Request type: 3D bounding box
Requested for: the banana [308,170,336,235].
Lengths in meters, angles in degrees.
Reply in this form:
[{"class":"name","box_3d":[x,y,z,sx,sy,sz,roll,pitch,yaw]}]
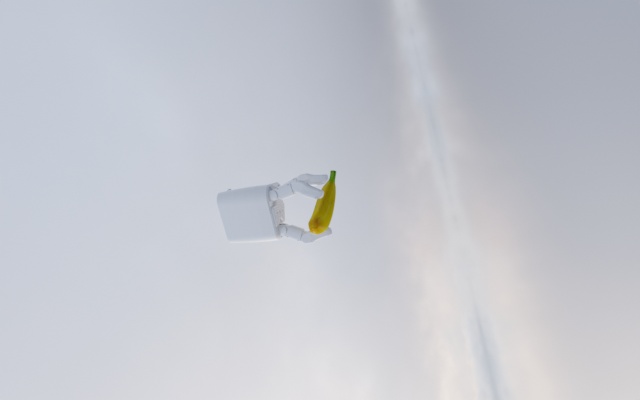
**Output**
[{"class":"banana","box_3d":[0.002,0.017,0.905,0.037,0.070,0.197,0,32,10]}]
